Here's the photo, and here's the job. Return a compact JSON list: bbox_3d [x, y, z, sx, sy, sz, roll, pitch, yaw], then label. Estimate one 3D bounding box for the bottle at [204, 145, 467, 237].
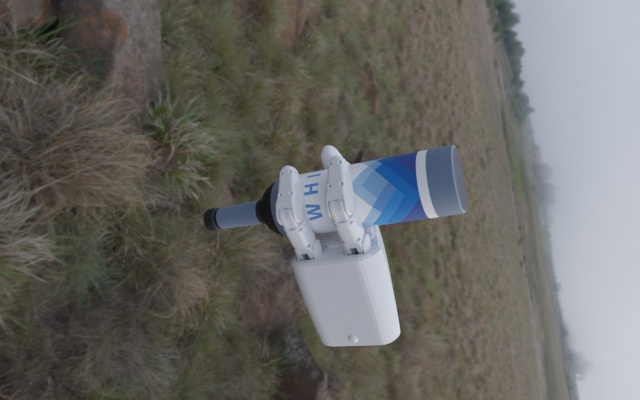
[{"bbox_3d":[0.000,0.002,0.515,0.296,0.069,0.069,-10,-4,24],"label":"bottle"}]
